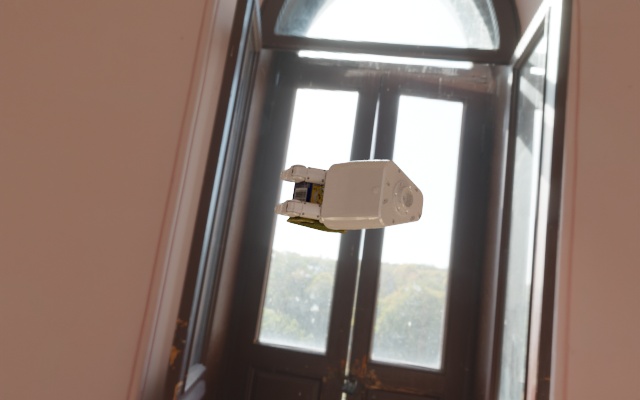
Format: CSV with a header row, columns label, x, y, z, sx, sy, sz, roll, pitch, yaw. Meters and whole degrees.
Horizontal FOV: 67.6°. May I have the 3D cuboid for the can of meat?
label,x,y,z,sx,sy,sz,roll,pitch,yaw
can of meat,0.000,0.002,0.764,0.102,0.084,0.057,17,-13,-40
